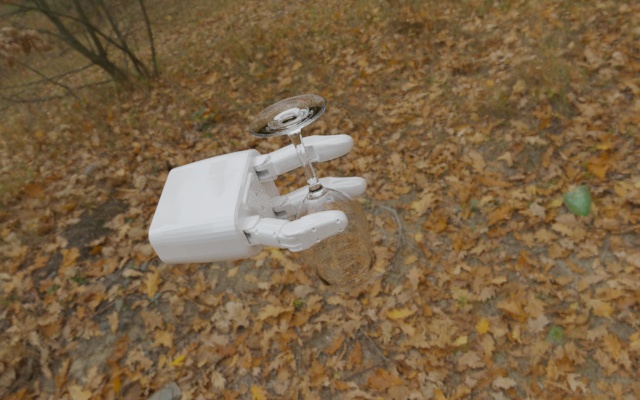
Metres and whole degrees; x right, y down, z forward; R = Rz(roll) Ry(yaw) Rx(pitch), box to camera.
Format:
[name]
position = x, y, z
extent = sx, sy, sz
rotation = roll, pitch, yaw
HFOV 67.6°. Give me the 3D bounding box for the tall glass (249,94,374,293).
[tall glass]
position = 0.000, 0.001, 0.479
extent = 0.079, 0.201, 0.079
rotation = -15, 33, 10
